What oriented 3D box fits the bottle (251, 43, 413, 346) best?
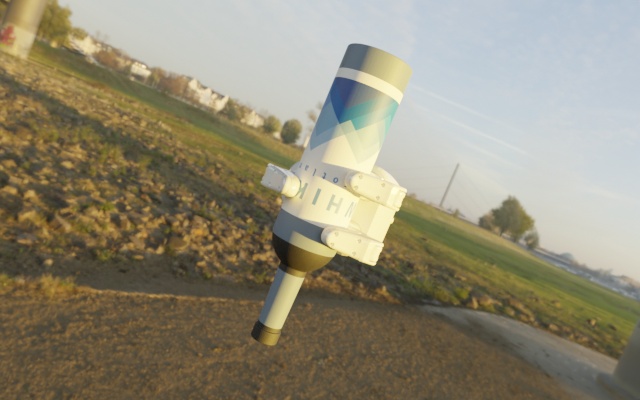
[{"bbox_3d":[0.000,0.001,0.462,0.069,0.296,0.069,23,4,-2],"label":"bottle"}]
